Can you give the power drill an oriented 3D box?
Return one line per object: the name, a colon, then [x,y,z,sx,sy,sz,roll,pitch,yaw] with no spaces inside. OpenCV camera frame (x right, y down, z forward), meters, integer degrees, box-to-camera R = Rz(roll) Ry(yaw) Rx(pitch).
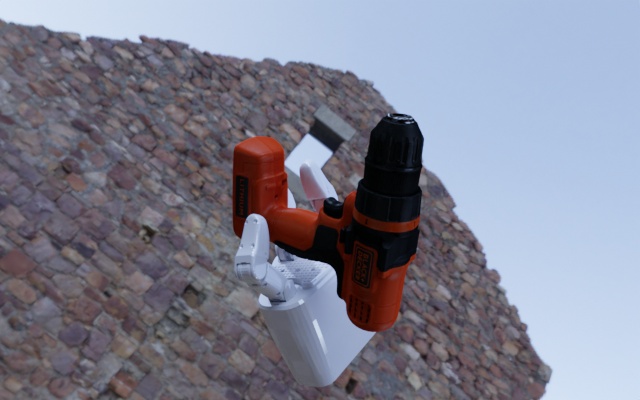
power drill: [0.000,0.001,0.418,0.187,0.184,0.057,24,28,38]
